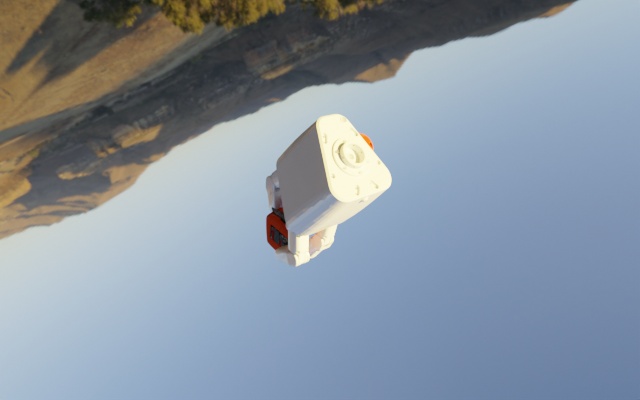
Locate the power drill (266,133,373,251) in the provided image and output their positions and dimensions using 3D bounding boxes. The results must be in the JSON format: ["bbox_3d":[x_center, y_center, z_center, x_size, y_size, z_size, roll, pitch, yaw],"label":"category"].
[{"bbox_3d":[0.000,0.003,0.715,0.057,0.187,0.184,38,-23,14],"label":"power drill"}]
